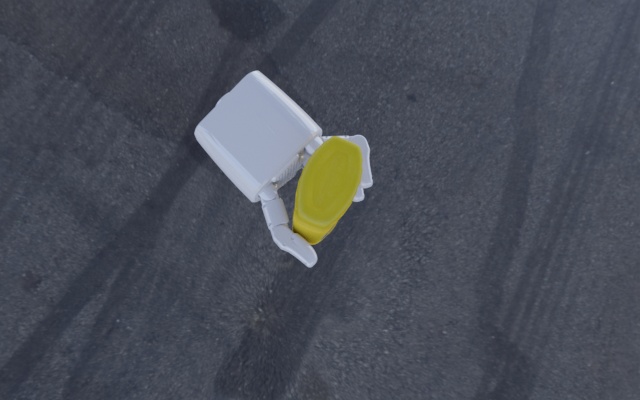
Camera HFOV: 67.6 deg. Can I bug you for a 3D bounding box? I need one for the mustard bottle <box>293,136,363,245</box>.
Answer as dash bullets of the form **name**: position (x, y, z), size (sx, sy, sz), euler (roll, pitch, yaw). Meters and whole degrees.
- **mustard bottle**: position (0.000, 0.002, 0.555), size (0.058, 0.096, 0.192), euler (22, -15, 0)
